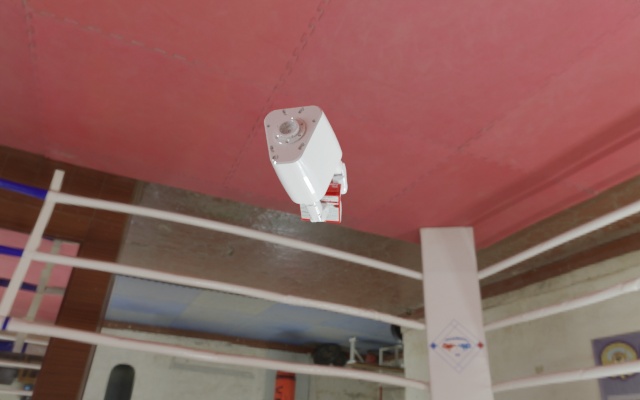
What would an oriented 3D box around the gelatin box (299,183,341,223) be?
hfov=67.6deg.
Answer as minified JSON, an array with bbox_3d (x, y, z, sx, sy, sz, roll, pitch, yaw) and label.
[{"bbox_3d":[0.000,0.003,0.848,0.073,0.030,0.089,4,-35,6],"label":"gelatin box"}]
